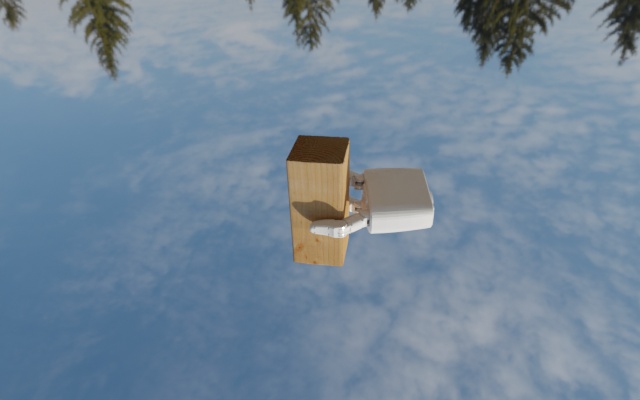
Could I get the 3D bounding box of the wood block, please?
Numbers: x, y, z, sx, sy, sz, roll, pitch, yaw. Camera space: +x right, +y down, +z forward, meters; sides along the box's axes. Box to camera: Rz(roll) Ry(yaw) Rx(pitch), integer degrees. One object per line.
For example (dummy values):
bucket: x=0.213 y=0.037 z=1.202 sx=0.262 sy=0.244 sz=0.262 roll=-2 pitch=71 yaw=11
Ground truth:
wood block: x=0.000 y=0.003 z=0.811 sx=0.090 sy=0.206 sz=0.090 roll=4 pitch=34 yaw=9
